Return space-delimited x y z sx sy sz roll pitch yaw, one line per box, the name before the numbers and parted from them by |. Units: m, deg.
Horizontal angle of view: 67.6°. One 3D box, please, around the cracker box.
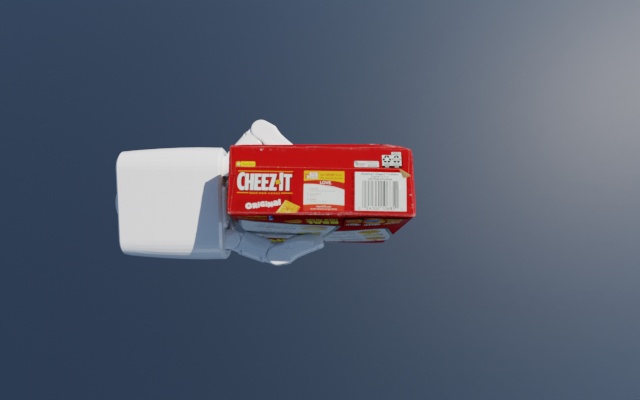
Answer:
cracker box | 0.000 0.002 0.514 0.164 0.072 0.214 0 -11 0
